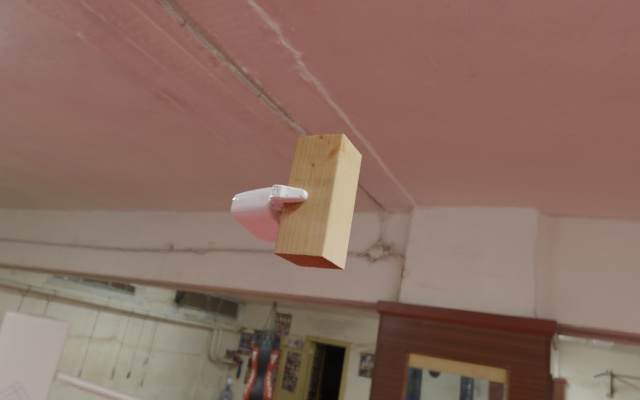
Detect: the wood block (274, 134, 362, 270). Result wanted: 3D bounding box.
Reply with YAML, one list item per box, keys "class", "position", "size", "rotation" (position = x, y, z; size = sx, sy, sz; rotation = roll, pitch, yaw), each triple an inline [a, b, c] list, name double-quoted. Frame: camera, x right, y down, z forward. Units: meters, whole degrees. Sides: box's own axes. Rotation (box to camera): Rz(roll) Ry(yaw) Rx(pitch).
- class: "wood block"
  position: [0.000, 0.002, 0.798]
  size: [0.090, 0.206, 0.091]
  rotation: [0, -20, 27]
